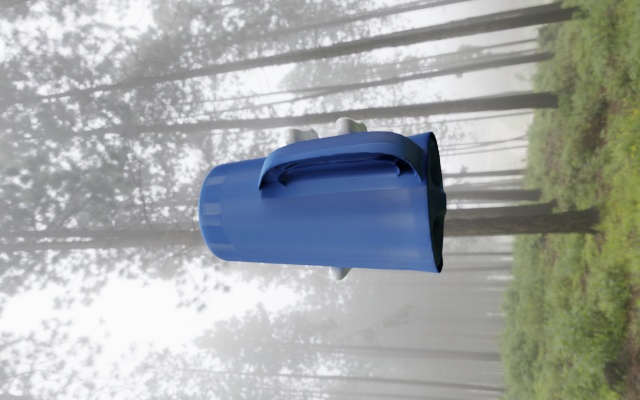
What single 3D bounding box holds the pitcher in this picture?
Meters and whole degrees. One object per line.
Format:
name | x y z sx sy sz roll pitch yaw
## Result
pitcher | 0.000 0.002 0.481 0.243 0.149 0.145 -3 17 19
